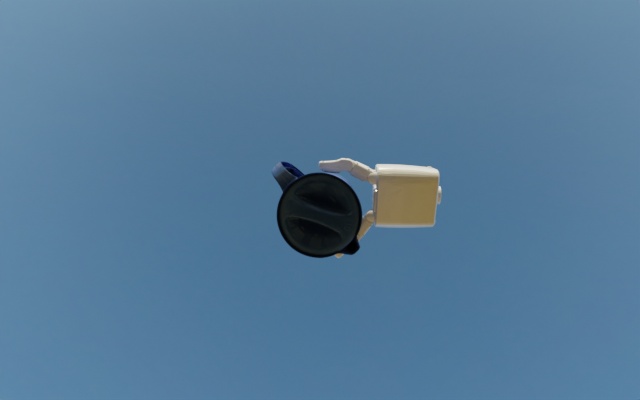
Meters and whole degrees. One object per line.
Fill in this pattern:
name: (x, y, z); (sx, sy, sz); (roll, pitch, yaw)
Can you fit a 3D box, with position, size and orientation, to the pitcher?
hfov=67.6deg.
pitcher: (0.000, 0.003, 0.846); (0.145, 0.149, 0.243); (0, 6, 4)
